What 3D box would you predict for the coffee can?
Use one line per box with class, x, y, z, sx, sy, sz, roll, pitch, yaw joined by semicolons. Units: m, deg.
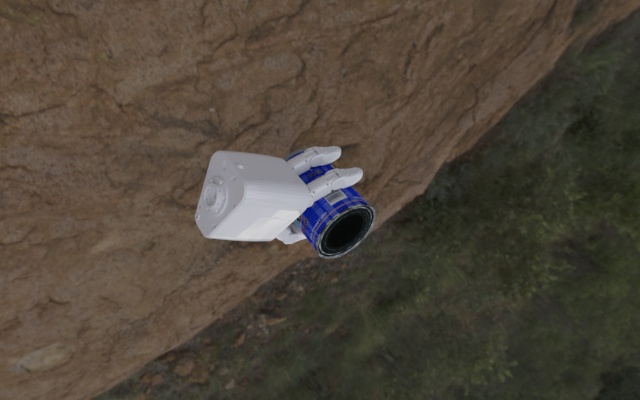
coffee can;0.000;0.002;0.716;0.103;0.103;0.140;0;38;-44
